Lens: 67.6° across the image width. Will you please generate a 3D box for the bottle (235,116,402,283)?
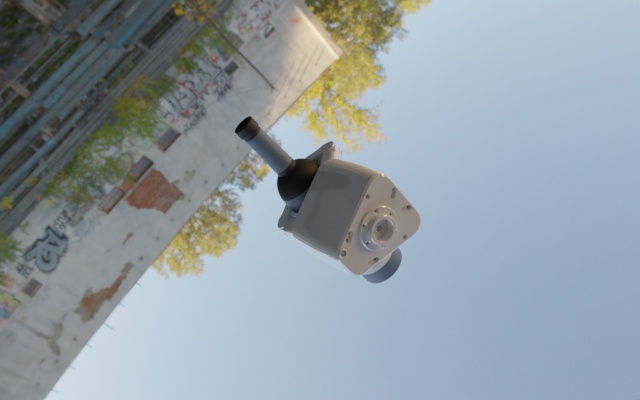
[{"bbox_3d":[0.000,0.002,0.631,0.296,0.069,0.069,45,-25,-28],"label":"bottle"}]
